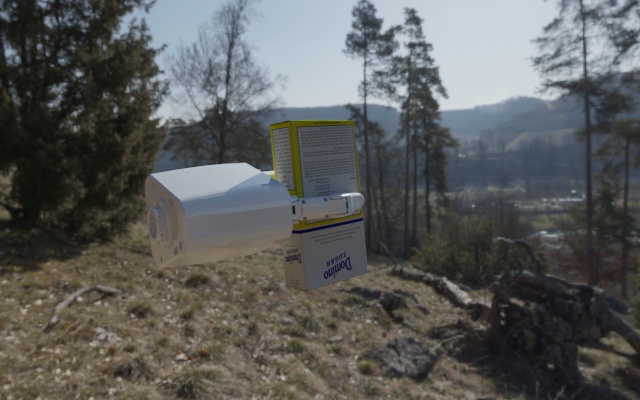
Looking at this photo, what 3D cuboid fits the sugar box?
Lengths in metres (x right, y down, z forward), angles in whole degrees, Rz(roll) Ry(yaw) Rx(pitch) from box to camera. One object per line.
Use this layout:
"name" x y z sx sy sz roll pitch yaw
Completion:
"sugar box" 0.000 0.002 0.523 0.093 0.176 0.048 -8 8 -39
